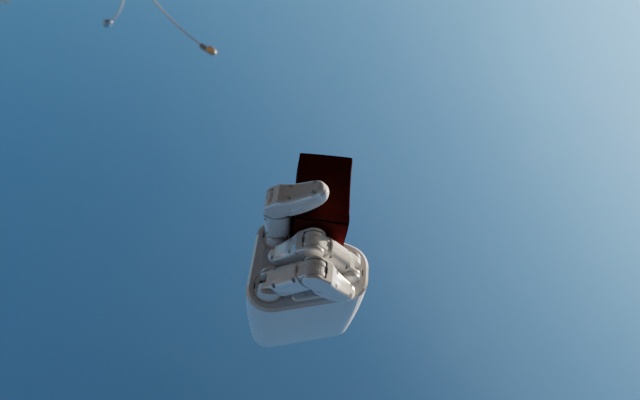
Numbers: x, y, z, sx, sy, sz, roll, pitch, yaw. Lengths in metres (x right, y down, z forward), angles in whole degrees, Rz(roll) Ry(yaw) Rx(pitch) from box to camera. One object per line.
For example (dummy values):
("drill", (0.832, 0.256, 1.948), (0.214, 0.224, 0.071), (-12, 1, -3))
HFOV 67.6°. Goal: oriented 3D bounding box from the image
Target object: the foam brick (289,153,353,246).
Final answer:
("foam brick", (0.000, 0.001, 0.453), (0.053, 0.078, 0.051), (7, -37, -2))
